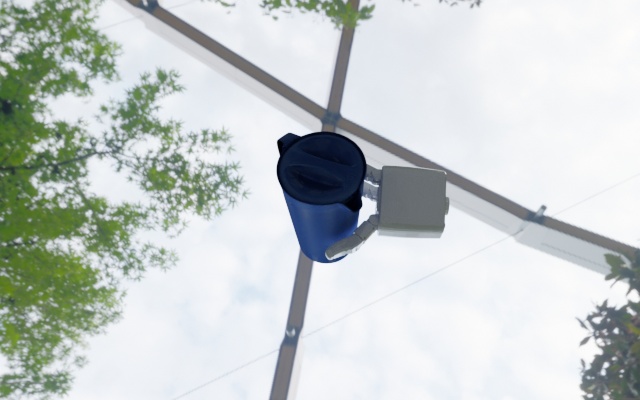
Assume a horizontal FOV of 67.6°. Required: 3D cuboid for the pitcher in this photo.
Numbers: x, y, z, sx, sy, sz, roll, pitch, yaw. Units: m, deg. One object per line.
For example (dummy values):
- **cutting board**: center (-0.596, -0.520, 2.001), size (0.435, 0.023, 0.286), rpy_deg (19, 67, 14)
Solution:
- **pitcher**: center (0.000, 0.003, 0.797), size (0.145, 0.149, 0.243), rpy_deg (2, -31, 4)
